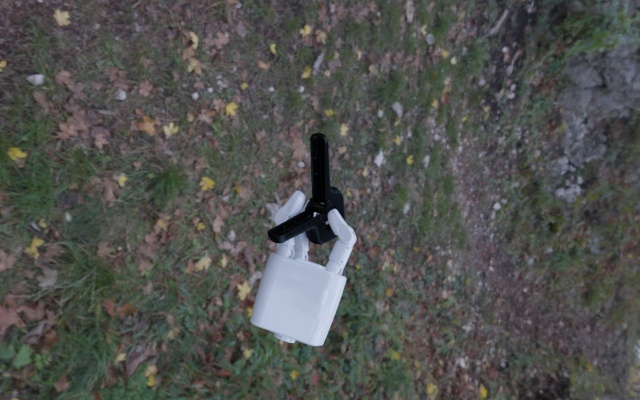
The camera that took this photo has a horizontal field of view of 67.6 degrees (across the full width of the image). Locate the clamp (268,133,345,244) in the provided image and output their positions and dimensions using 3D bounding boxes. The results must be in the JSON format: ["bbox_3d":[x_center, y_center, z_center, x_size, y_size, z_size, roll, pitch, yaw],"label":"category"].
[{"bbox_3d":[0.001,0.003,0.724,0.036,0.164,0.210,18,-7,25],"label":"clamp"}]
